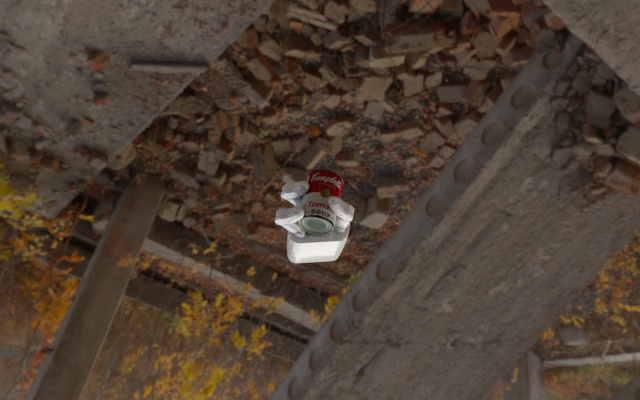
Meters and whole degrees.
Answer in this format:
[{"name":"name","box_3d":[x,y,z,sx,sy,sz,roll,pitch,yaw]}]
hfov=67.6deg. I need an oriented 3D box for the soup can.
[{"name":"soup can","box_3d":[0.000,0.003,0.861,0.068,0.102,0.068,9,-31,5]}]
